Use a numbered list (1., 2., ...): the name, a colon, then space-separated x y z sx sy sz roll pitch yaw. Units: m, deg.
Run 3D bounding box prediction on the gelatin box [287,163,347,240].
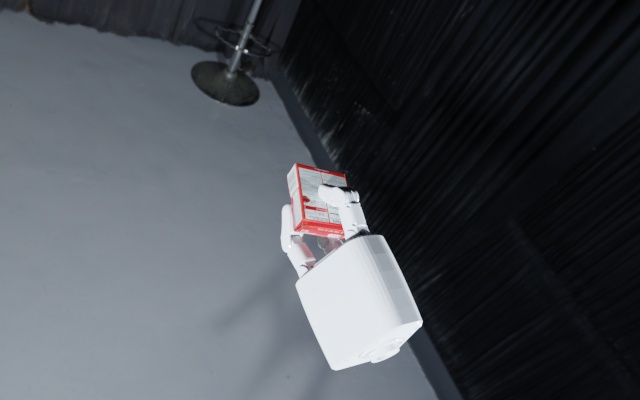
1. gelatin box: 0.000 0.001 0.593 0.073 0.089 0.030 11 -39 -27
